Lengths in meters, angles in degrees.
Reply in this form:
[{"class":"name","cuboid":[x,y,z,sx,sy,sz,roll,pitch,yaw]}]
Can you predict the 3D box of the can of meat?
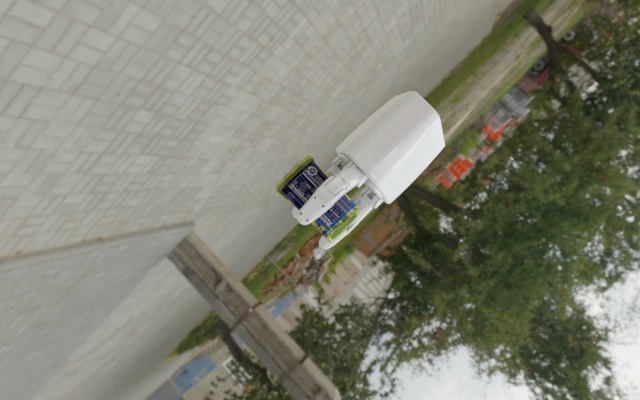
[{"class":"can of meat","cuboid":[0.000,0.002,0.572,0.057,0.084,0.102,-44,-8,-2]}]
